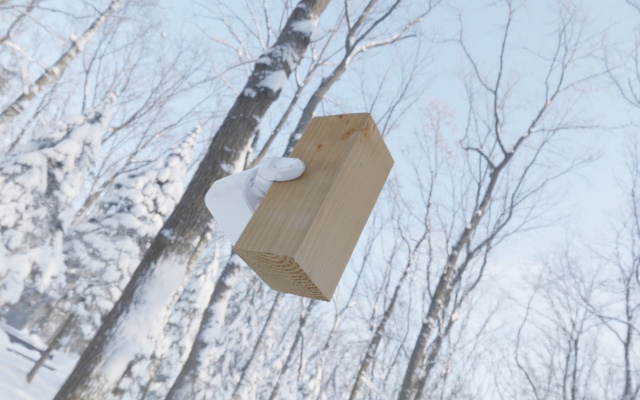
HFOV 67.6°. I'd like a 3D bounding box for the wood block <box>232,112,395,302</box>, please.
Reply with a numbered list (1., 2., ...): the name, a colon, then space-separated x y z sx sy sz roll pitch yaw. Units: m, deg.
1. wood block: 0.000 0.002 0.562 0.090 0.206 0.091 3 -37 37
